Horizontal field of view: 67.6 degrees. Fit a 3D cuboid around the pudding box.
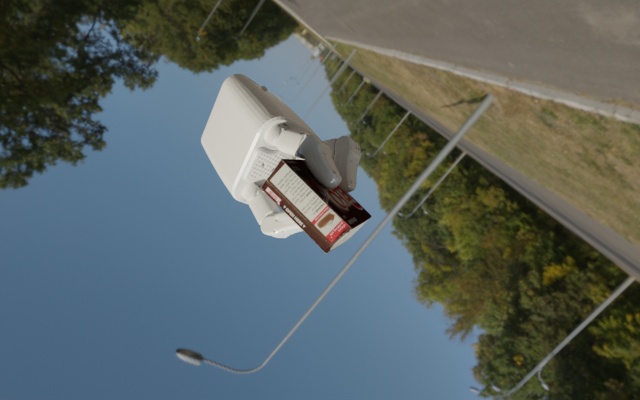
[{"bbox_3d":[0.000,0.002,0.473,0.090,0.039,0.113,44,15,8],"label":"pudding box"}]
